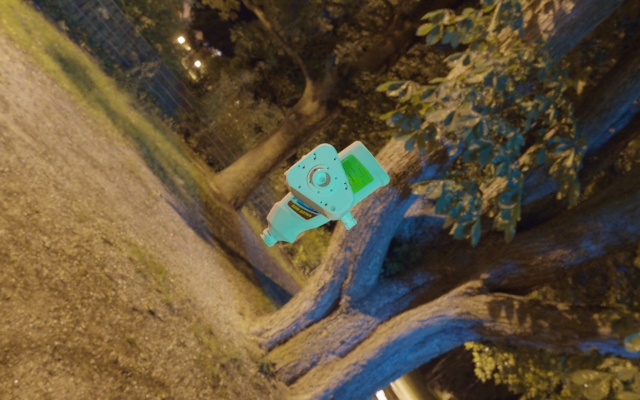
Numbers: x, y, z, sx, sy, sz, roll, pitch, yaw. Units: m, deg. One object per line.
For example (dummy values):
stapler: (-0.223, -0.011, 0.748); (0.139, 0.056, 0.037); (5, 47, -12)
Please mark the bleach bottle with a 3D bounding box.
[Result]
bleach bottle: (0.000, 0.003, 0.889); (0.251, 0.102, 0.068); (-39, -4, -3)
